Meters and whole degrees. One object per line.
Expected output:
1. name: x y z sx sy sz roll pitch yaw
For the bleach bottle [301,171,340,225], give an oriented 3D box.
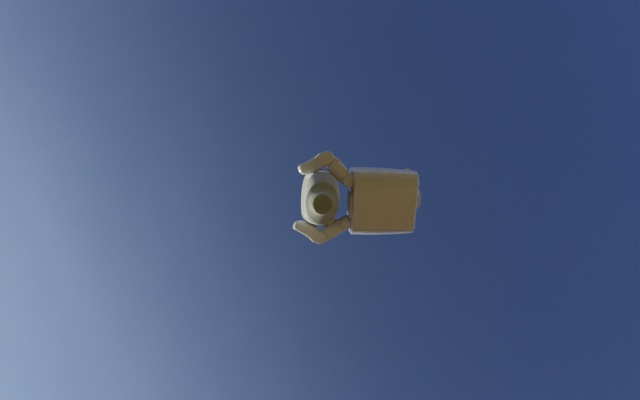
1. bleach bottle: 0.000 0.002 0.791 0.068 0.102 0.251 2 5 -1
